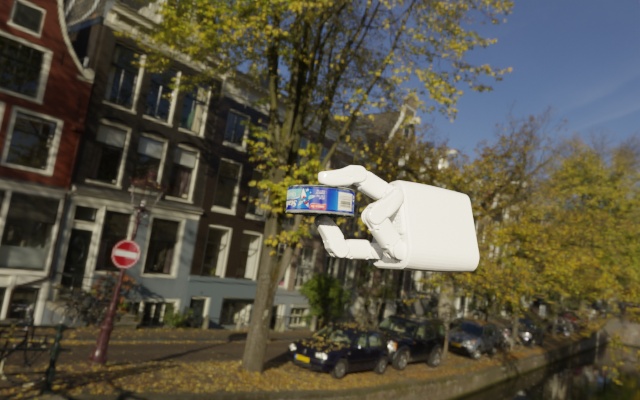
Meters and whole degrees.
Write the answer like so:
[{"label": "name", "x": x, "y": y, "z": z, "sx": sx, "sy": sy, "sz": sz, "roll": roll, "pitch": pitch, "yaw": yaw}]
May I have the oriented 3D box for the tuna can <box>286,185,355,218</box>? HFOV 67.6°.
[{"label": "tuna can", "x": 0.000, "y": 0.001, "z": 0.596, "sx": 0.086, "sy": 0.033, "sz": 0.086, "roll": 3, "pitch": -5, "yaw": 0}]
